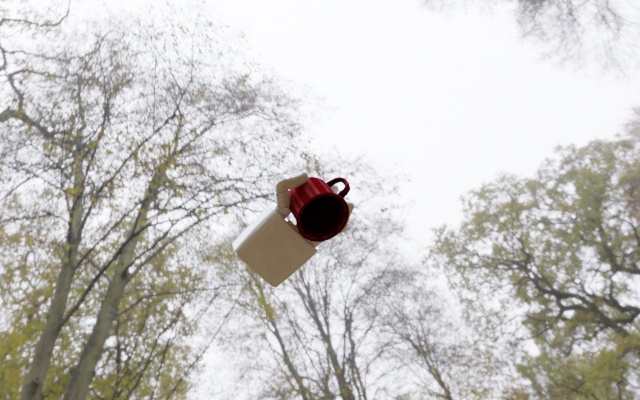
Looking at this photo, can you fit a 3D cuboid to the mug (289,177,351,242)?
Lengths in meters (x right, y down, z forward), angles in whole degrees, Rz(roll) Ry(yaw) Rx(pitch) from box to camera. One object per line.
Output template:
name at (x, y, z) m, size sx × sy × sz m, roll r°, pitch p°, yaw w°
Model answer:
mug at (0.001, 0.002, 0.818) m, size 0.093 × 0.117 × 0.081 m, roll 44°, pitch 5°, yaw -34°
